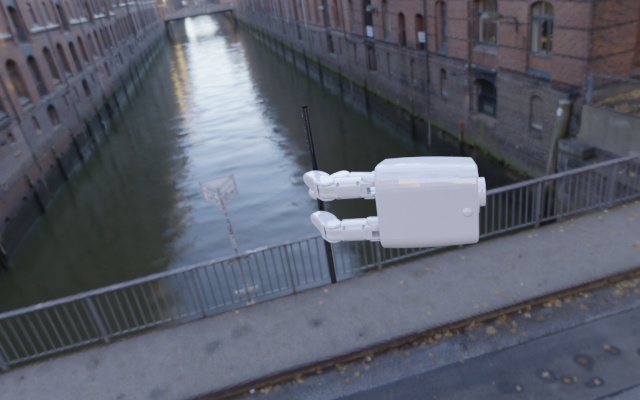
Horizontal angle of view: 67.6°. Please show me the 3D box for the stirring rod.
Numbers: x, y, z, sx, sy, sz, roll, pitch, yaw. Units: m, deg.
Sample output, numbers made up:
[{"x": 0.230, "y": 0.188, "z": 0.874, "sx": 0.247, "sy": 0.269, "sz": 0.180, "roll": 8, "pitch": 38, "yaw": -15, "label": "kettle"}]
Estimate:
[{"x": 0.000, "y": 0.002, "z": 0.591, "sx": 0.011, "sy": 0.240, "sz": 0.011, "roll": -8, "pitch": 25, "yaw": 4, "label": "stirring rod"}]
